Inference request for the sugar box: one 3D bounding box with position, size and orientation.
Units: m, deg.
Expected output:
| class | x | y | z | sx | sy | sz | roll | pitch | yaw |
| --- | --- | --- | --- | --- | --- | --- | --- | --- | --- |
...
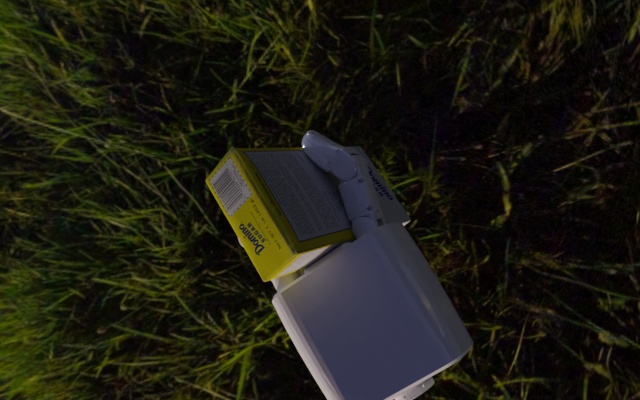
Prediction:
| class | x | y | z | sx | sy | sz | roll | pitch | yaw |
| --- | --- | --- | --- | --- | --- | --- | --- | --- | --- |
| sugar box | 0.000 | 0.002 | 0.400 | 0.048 | 0.093 | 0.176 | -42 | -19 | 29 |
